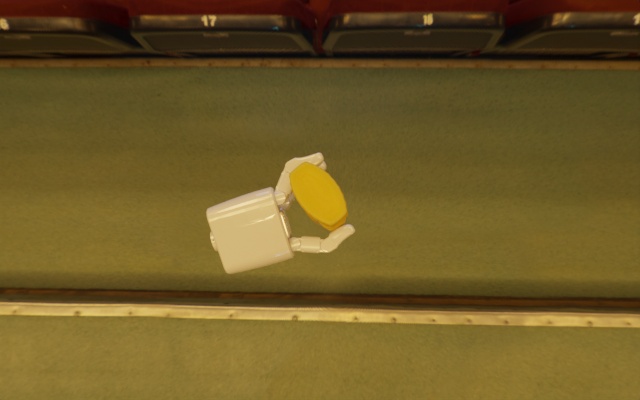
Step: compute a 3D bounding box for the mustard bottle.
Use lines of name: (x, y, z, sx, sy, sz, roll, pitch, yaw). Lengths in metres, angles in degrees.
mustard bottle: (0.000, 0.002, 0.736, 0.058, 0.096, 0.191, -41, -7, -3)
